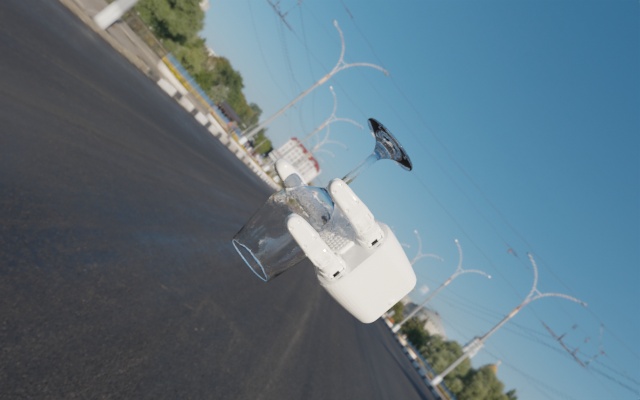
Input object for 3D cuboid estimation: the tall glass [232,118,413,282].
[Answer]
[{"bbox_3d":[0.001,0.001,0.521,0.201,0.079,0.079,-39,2,-2],"label":"tall glass"}]
